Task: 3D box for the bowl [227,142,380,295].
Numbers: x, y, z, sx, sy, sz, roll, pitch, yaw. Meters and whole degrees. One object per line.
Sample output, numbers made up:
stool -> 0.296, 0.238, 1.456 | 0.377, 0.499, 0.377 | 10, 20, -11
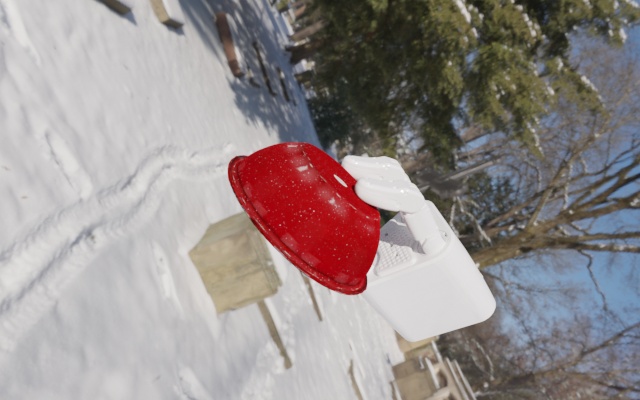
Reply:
bowl -> -0.001, 0.000, 0.410 | 0.055, 0.162, 0.162 | -45, -16, 16
